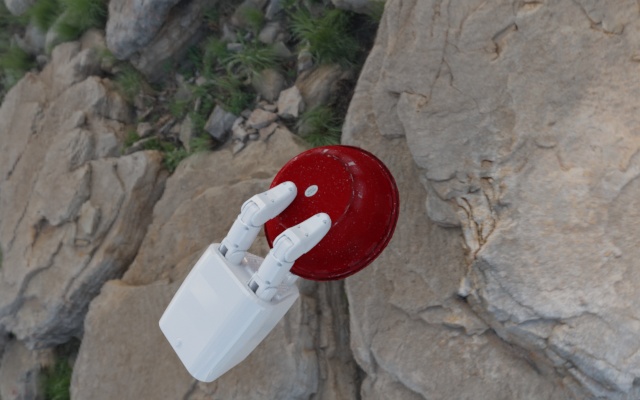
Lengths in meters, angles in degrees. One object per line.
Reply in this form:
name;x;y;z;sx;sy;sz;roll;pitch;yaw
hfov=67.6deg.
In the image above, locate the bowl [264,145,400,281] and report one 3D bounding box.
bowl;0.001;0.000;0.513;0.162;0.162;0.055;0;-21;22
